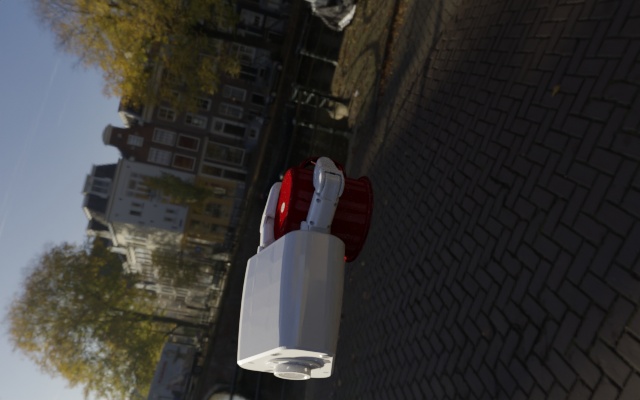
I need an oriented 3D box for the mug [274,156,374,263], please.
[{"bbox_3d":[0.000,0.000,0.500,0.081,0.117,0.093,12,-32,-14],"label":"mug"}]
